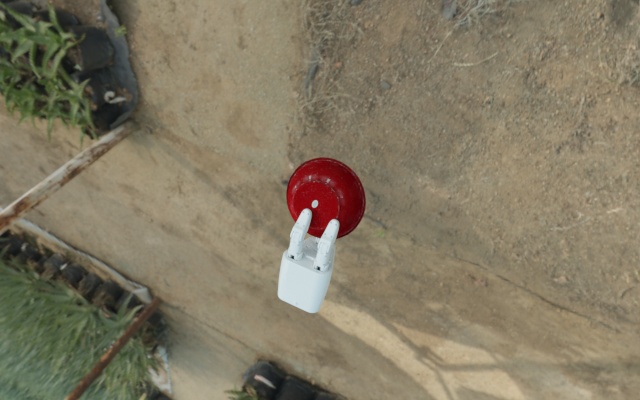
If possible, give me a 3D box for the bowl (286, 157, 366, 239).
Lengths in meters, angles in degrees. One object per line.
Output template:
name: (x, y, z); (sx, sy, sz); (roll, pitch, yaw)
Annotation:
bowl: (0.000, 0.002, 0.890); (0.162, 0.162, 0.055); (0, 12, 20)
